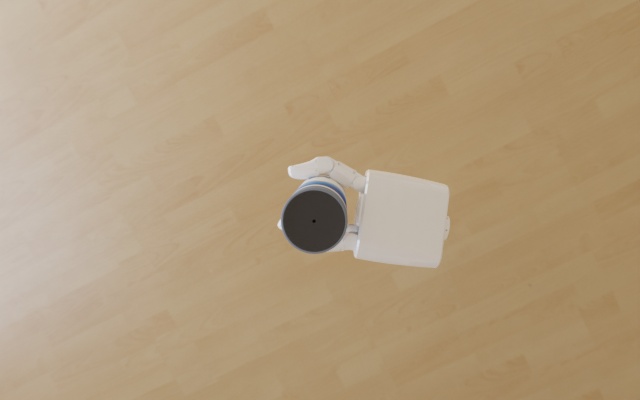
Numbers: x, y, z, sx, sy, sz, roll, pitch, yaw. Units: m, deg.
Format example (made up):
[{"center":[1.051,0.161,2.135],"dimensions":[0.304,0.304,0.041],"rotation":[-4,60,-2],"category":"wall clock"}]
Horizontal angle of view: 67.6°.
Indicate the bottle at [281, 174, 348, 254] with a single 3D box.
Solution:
[{"center":[0.000,0.002,0.616],"dimensions":[0.069,0.069,0.295],"rotation":[0,7,3],"category":"bottle"}]
